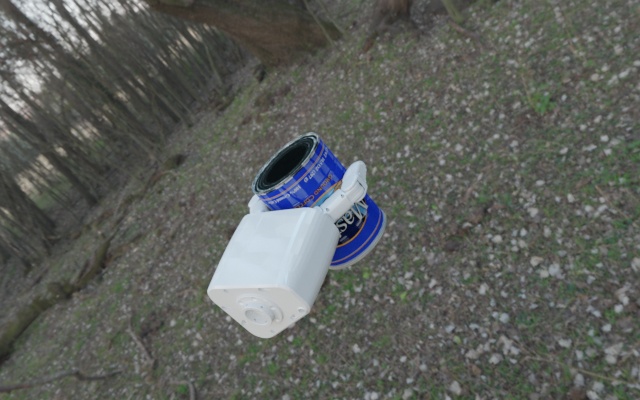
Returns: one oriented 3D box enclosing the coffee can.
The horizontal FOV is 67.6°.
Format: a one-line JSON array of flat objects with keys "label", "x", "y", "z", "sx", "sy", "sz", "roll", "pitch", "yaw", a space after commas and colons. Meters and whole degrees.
[{"label": "coffee can", "x": 0.000, "y": 0.002, "z": 0.589, "sx": 0.140, "sy": 0.102, "sz": 0.103, "roll": 48, "pitch": -24, "yaw": -24}]
